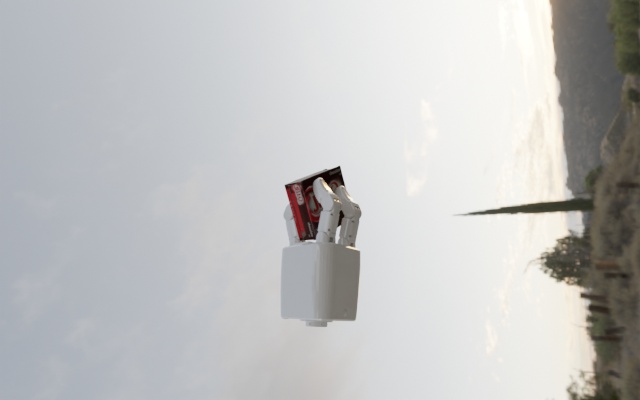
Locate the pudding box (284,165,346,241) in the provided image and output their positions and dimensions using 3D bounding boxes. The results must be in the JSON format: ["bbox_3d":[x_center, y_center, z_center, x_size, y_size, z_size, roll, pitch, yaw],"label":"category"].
[{"bbox_3d":[0.000,0.002,0.738,0.039,0.090,0.113,-8,11,34],"label":"pudding box"}]
